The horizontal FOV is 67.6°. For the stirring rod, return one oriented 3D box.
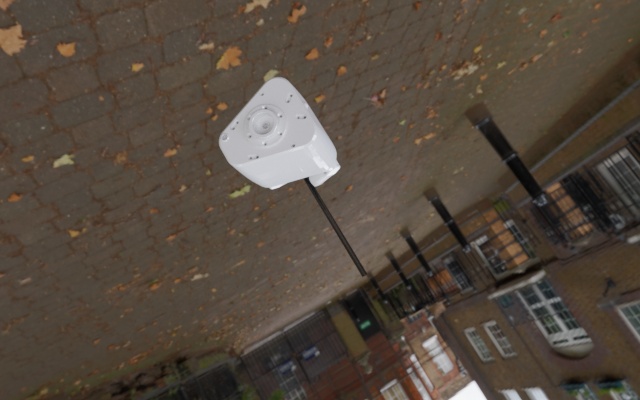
[{"bbox_3d":[0.000,0.002,0.679,0.011,0.239,0.011,-29,-14,-8],"label":"stirring rod"}]
